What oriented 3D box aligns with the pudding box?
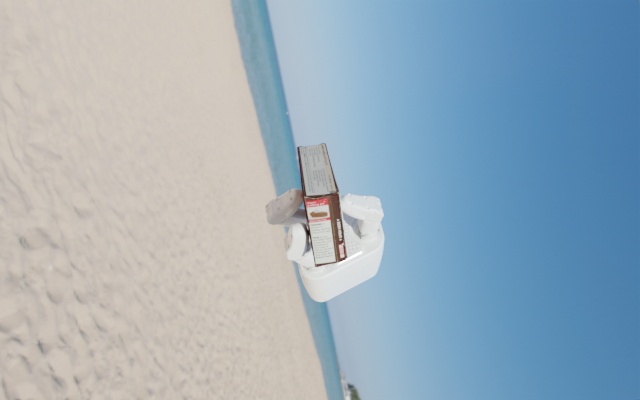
[{"bbox_3d":[0.000,0.002,0.521,0.039,0.090,0.113,-11,33,-2],"label":"pudding box"}]
